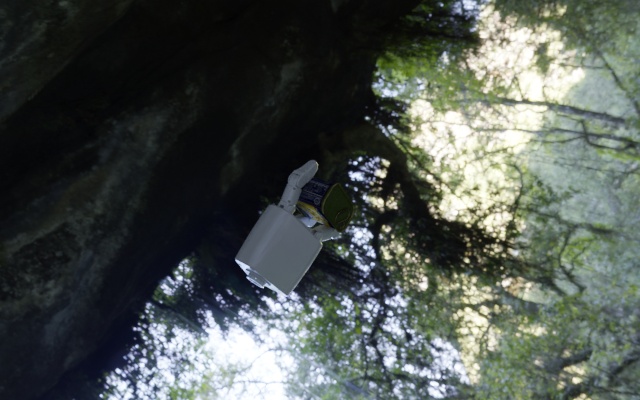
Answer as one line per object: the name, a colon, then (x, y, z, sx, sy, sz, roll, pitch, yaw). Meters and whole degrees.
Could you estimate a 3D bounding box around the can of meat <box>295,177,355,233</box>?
can of meat: (0.000, 0.002, 0.814, 0.084, 0.057, 0.102, 20, -19, 33)
